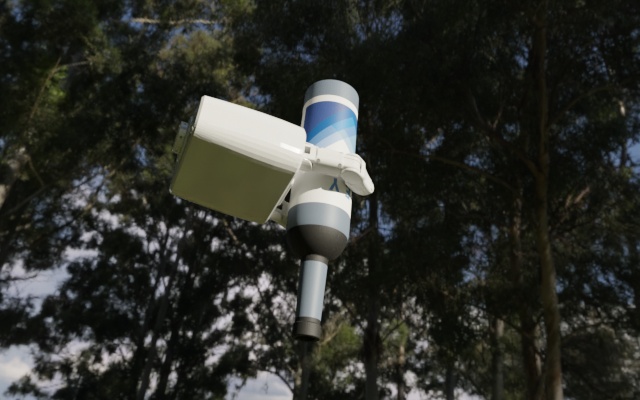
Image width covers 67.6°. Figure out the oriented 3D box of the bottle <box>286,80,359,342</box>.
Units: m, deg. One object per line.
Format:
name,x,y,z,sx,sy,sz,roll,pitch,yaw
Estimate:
bottle,0.000,0.001,0.518,0.069,0.295,0.069,5,-29,3
